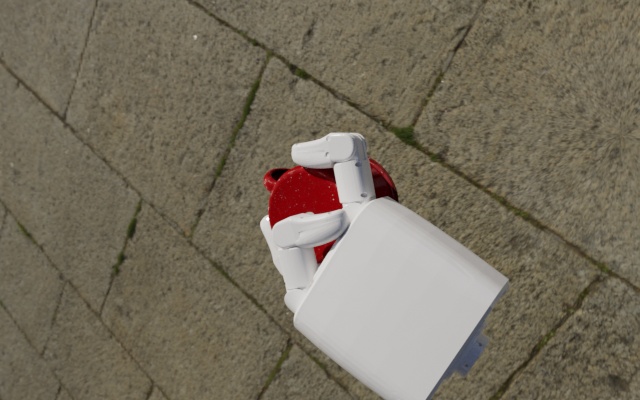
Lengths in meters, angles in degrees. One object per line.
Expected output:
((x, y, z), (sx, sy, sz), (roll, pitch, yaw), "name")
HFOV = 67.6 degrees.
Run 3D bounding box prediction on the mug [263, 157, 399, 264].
((-0.001, 0.001, 0.418), (0.117, 0.093, 0.081), (33, 23, 24), "mug")
